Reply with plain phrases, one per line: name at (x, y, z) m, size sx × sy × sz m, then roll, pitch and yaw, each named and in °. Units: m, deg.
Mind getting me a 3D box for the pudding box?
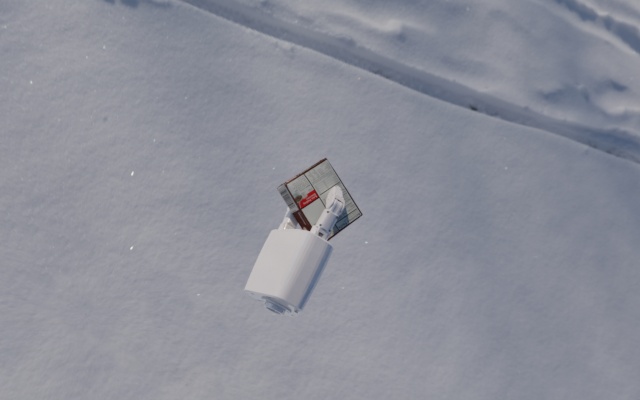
pudding box at (0.000, 0.002, 0.754) m, size 0.090 × 0.113 × 0.039 m, roll -34°, pitch 5°, yaw -26°
